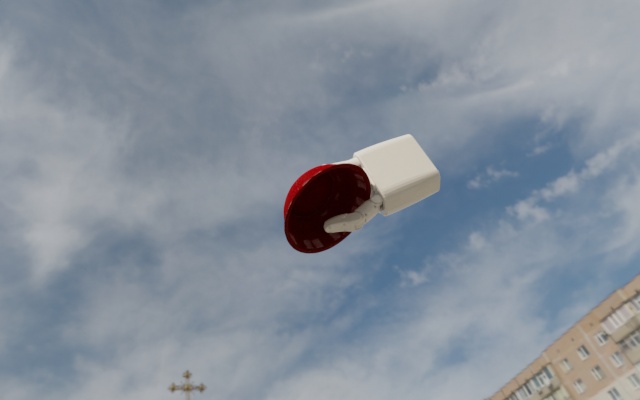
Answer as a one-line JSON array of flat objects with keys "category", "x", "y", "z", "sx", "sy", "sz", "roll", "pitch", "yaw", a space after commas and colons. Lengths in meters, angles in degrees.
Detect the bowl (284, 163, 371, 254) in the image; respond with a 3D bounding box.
[{"category": "bowl", "x": -0.001, "y": 0.003, "z": 0.747, "sx": 0.162, "sy": 0.162, "sz": 0.055, "roll": 0, "pitch": 30, "yaw": -41}]
